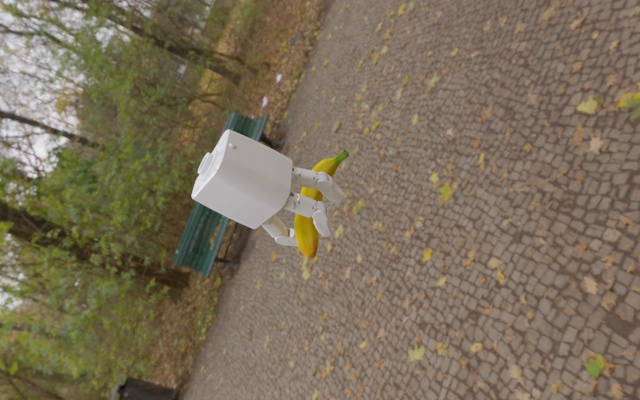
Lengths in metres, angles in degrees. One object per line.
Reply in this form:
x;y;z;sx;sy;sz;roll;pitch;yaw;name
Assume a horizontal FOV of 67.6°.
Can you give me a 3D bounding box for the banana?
-0.010;0.004;0.760;0.037;0.197;0.069;31;-30;-25;banana
